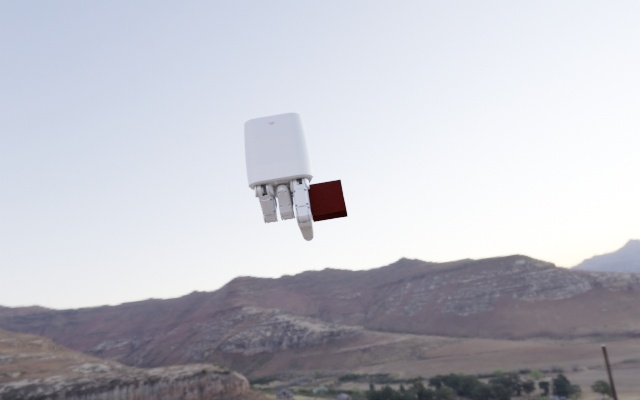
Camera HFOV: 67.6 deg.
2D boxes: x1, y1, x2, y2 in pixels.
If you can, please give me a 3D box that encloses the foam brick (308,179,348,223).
[{"bbox_3d":[0.000,0.002,0.741,0.078,0.051,0.053,-9,-14,2],"label":"foam brick"}]
